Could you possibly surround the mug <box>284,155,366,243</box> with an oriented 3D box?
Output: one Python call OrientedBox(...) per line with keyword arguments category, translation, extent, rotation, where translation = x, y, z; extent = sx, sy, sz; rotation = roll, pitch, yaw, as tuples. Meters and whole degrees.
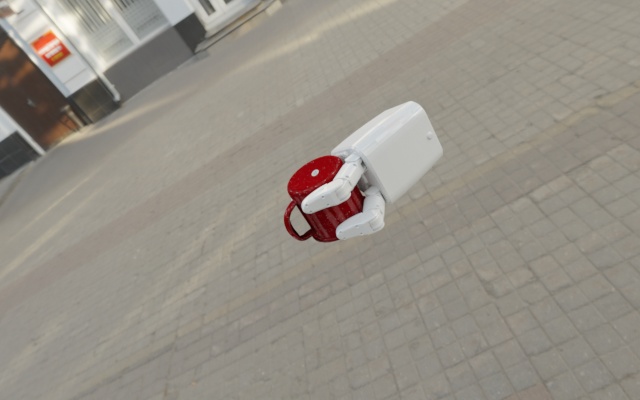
OrientedBox(category="mug", translation=(-0.001, 0.003, 0.625), extent=(0.117, 0.081, 0.093), rotation=(-40, 29, -14))
